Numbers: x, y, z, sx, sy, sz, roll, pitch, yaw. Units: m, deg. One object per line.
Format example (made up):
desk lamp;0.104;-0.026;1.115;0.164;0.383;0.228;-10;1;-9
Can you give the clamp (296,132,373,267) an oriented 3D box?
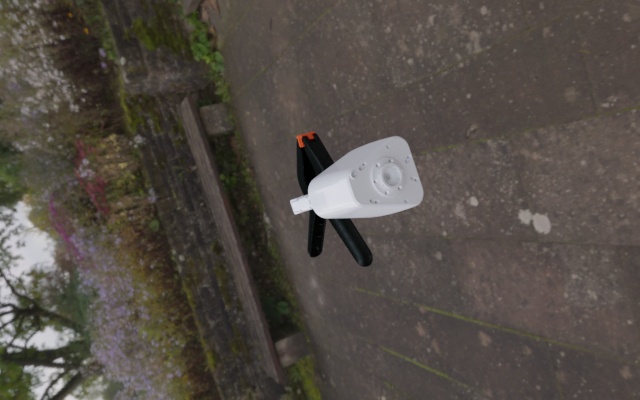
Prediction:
clamp;-0.001;0.002;0.733;0.036;0.210;0.164;-19;2;-30
